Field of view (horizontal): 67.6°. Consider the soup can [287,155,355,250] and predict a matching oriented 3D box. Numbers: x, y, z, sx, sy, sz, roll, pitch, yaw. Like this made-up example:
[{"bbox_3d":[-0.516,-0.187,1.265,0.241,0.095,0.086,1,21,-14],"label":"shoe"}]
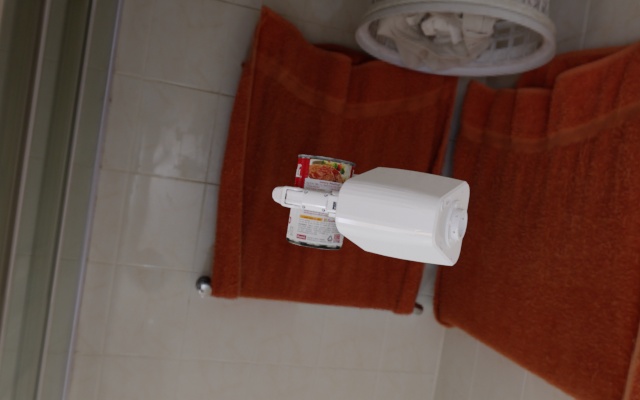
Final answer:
[{"bbox_3d":[0.000,0.002,0.562,0.068,0.102,0.068,9,1,0],"label":"soup can"}]
